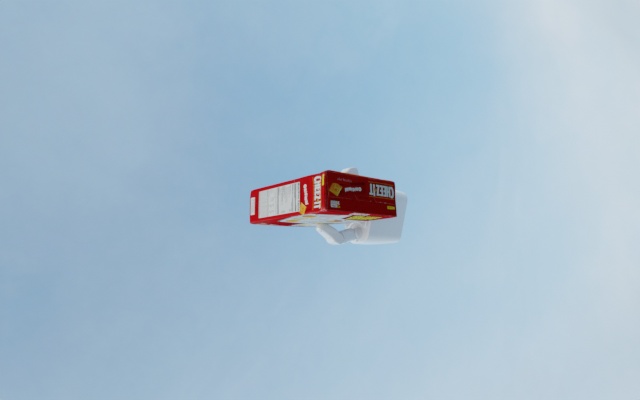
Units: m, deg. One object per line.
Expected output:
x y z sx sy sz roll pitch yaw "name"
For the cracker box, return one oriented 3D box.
0.000 0.003 0.842 0.164 0.072 0.214 6 -11 -40 "cracker box"
